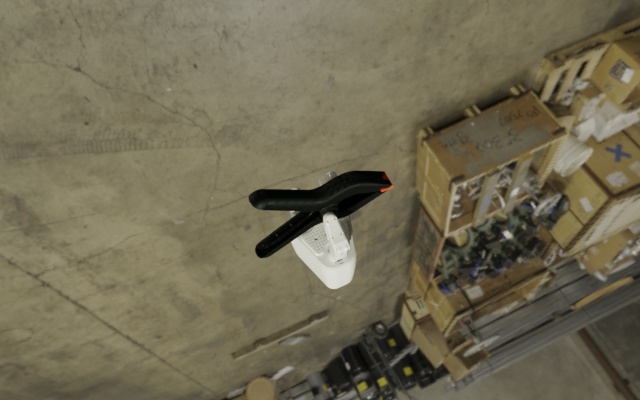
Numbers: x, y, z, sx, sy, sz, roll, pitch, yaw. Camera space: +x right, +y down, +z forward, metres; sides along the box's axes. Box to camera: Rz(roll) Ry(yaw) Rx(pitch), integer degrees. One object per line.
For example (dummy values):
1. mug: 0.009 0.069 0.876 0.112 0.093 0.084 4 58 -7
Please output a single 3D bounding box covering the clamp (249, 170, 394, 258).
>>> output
1. clamp: 0.001 0.003 0.633 0.210 0.036 0.165 -23 -24 -9
